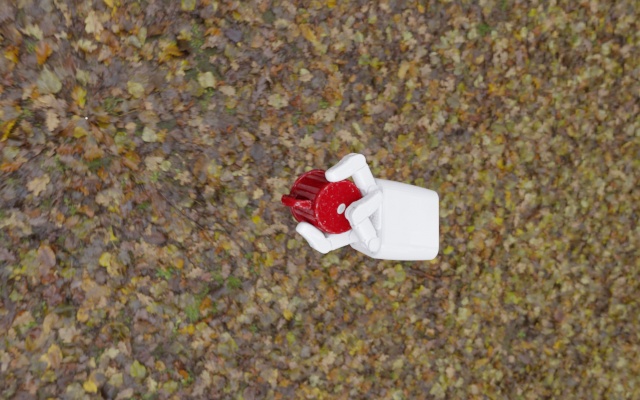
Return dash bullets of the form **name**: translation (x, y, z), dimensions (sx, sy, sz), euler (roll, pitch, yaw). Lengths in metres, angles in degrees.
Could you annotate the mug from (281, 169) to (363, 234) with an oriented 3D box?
- **mug**: translation (-0.001, 0.002, 0.702), dimensions (0.117, 0.093, 0.081), euler (6, 6, -27)
